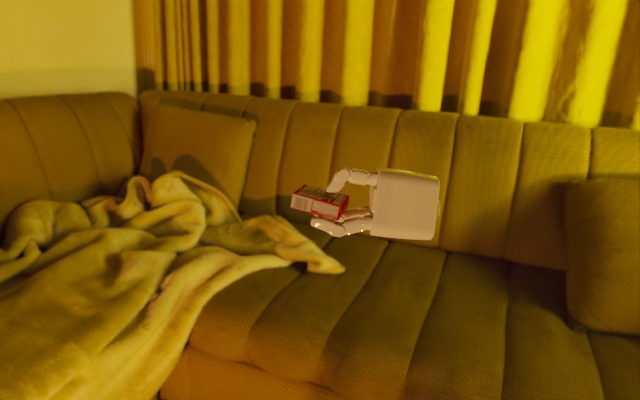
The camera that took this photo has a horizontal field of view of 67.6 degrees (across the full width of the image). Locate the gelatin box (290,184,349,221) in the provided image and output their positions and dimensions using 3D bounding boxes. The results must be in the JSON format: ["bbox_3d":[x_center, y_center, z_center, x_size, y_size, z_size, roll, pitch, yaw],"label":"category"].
[{"bbox_3d":[0.000,0.002,0.832,0.089,0.030,0.073,15,18,10],"label":"gelatin box"}]
